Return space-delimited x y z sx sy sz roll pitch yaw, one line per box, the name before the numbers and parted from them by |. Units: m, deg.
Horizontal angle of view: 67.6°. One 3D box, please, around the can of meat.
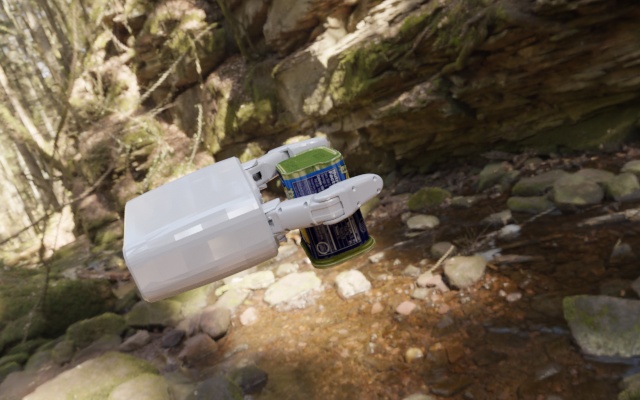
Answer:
can of meat | 0.000 0.001 0.423 0.057 0.084 0.102 -21 14 -6
